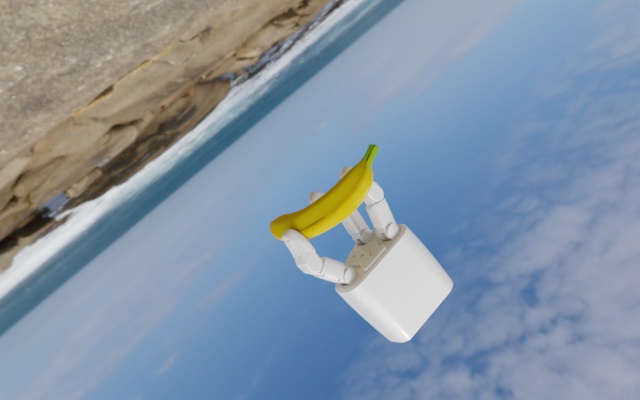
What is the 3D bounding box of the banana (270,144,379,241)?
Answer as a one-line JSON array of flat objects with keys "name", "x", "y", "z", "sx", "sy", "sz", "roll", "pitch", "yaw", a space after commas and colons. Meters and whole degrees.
[{"name": "banana", "x": -0.002, "y": 0.012, "z": 0.565, "sx": 0.198, "sy": 0.037, "sz": 0.069, "roll": -35, "pitch": 21, "yaw": 36}]
